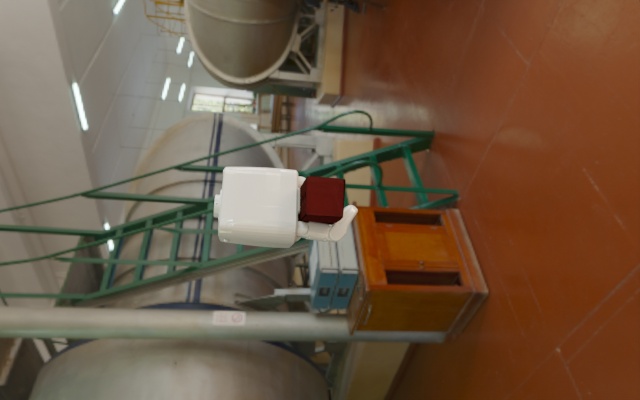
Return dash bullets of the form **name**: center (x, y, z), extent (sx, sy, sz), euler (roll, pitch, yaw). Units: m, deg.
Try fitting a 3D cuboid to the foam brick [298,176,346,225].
- **foam brick**: center (0.000, 0.002, 0.650), extent (0.051, 0.053, 0.078), euler (5, -12, -9)
